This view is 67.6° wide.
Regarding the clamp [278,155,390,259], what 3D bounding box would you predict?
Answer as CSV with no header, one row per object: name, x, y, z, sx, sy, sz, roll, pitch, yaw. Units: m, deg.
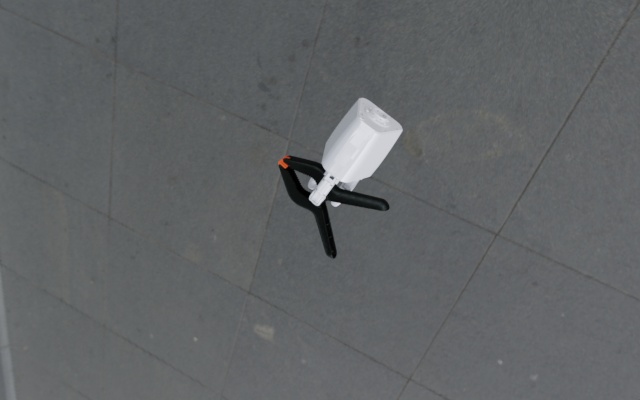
clamp,0.000,0.003,0.884,0.210,0.165,0.036,38,28,2
